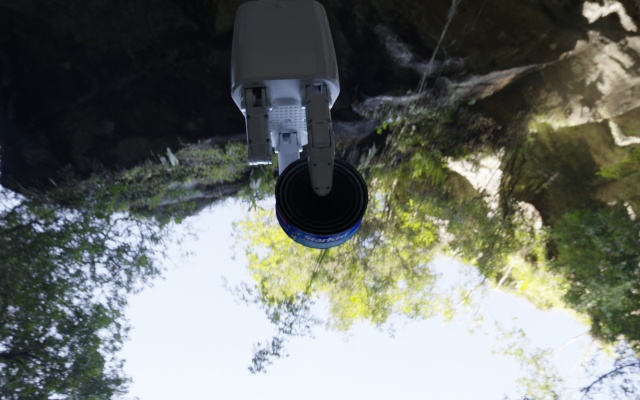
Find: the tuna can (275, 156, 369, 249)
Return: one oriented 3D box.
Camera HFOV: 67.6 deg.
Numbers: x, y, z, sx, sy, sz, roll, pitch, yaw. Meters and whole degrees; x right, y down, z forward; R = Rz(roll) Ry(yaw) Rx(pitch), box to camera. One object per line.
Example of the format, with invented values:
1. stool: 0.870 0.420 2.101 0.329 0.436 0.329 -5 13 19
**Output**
1. tuna can: 0.000 0.002 0.446 0.086 0.086 0.034 0 -30 -6
